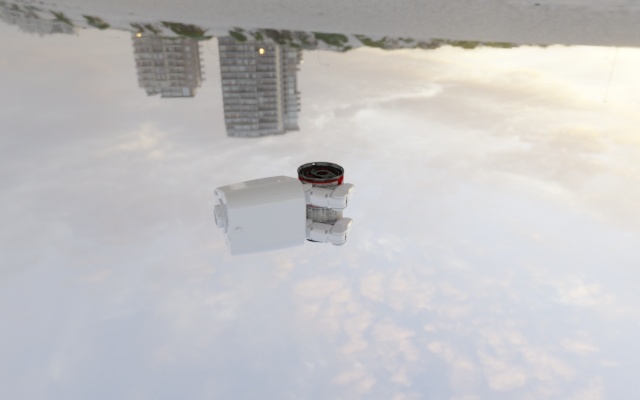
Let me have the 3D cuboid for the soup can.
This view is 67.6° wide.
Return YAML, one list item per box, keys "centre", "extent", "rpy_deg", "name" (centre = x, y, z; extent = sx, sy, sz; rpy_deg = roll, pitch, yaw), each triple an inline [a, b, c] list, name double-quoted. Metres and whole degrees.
- centre: [0.001, 0.002, 0.700]
  extent: [0.068, 0.102, 0.068]
  rpy_deg: [0, 25, 0]
  name: "soup can"
